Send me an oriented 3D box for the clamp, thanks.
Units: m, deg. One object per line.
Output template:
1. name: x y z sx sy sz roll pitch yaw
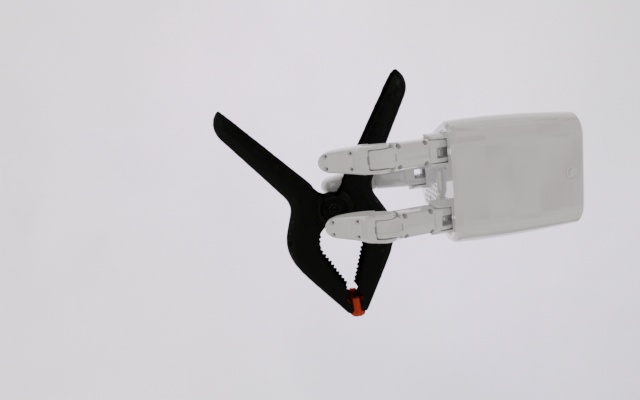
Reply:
1. clamp: 0.000 0.002 0.418 0.164 0.210 0.036 -7 11 0
